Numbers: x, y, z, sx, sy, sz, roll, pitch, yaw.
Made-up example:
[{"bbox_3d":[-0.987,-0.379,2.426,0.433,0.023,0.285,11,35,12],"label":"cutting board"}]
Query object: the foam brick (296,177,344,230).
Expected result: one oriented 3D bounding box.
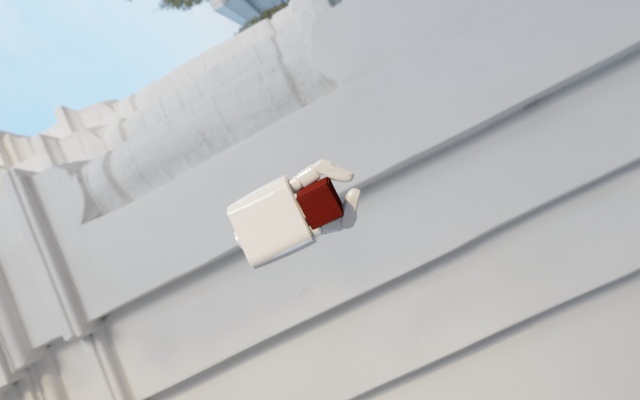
[{"bbox_3d":[0.000,0.002,0.698,0.051,0.053,0.078,-25,9,6],"label":"foam brick"}]
